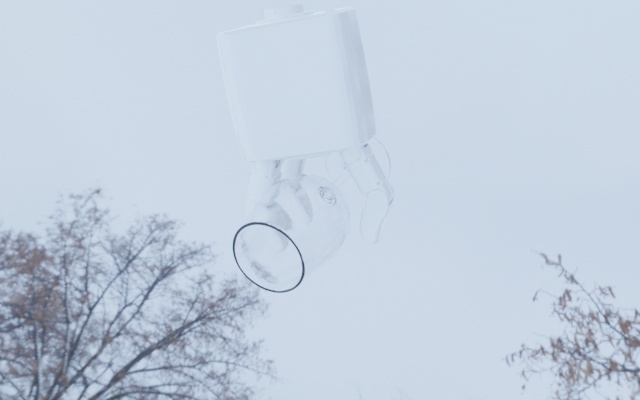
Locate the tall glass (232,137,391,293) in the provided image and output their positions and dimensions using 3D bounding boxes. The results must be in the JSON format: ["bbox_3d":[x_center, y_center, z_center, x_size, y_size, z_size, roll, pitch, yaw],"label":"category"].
[{"bbox_3d":[0.000,0.001,0.436,0.079,0.079,0.201,0,25,26],"label":"tall glass"}]
